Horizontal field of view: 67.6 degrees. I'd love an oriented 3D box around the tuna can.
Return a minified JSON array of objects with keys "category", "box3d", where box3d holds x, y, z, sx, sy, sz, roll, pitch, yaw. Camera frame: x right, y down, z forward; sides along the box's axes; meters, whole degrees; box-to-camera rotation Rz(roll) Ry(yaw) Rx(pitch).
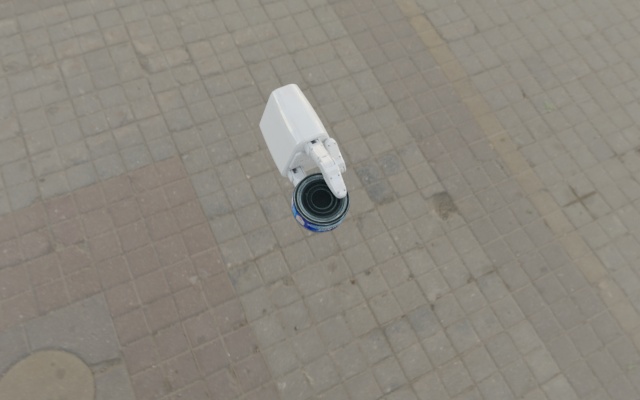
[{"category":"tuna can","box3d":[0.000,0.002,0.708,0.086,0.086,0.034,0,-21,-9]}]
